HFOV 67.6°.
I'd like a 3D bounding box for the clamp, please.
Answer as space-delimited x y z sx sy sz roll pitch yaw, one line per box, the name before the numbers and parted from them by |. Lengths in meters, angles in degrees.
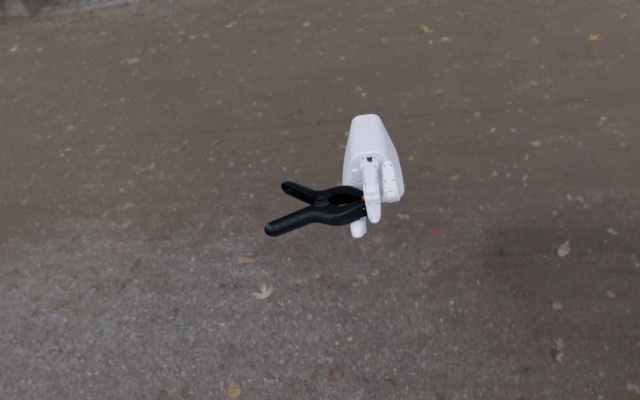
clamp | 0.000 0.002 0.752 0.171 0.120 0.039 -6 -45 8
